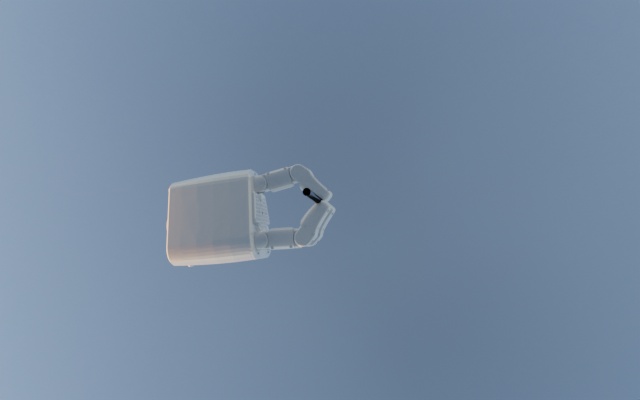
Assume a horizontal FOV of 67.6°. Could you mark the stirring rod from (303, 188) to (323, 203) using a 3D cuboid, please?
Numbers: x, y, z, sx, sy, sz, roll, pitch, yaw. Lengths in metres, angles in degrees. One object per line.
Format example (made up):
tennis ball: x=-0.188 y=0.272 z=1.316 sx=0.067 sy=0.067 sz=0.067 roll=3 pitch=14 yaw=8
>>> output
stirring rod: x=0.000 y=0.002 z=0.579 sx=0.011 sy=0.011 sz=0.239 roll=0 pitch=-5 yaw=6
